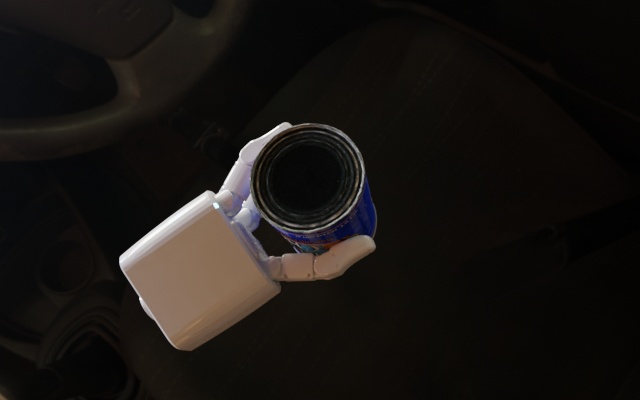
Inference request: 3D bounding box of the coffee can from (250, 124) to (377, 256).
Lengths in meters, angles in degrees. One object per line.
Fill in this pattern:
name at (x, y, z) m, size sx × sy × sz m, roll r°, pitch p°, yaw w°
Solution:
coffee can at (0.000, 0.002, 0.476) m, size 0.103 × 0.102 × 0.140 m, roll 0°, pitch -19°, yaw 11°
